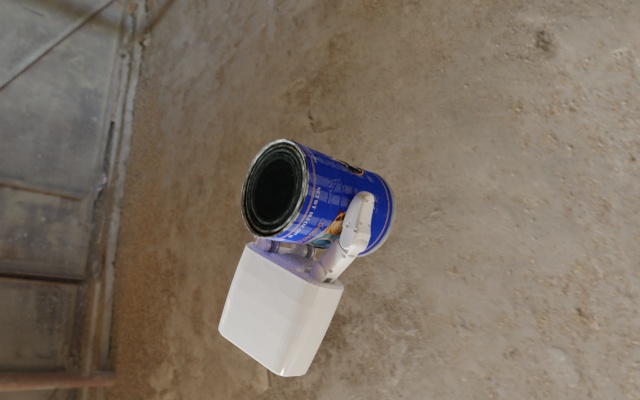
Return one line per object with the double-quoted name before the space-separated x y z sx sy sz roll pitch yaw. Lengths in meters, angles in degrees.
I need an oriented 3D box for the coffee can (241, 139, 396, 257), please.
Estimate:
"coffee can" 0.000 0.002 0.522 0.140 0.103 0.103 16 -11 -43
